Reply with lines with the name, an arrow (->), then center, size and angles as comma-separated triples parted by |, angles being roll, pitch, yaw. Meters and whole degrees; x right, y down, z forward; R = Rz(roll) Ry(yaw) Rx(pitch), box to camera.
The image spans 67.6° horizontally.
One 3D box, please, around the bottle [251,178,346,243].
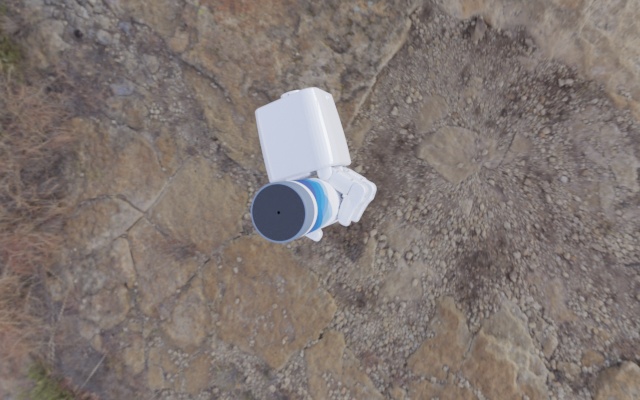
bottle -> 0.000, 0.002, 0.651 | 0.069, 0.069, 0.295 | 0, 4, 18
